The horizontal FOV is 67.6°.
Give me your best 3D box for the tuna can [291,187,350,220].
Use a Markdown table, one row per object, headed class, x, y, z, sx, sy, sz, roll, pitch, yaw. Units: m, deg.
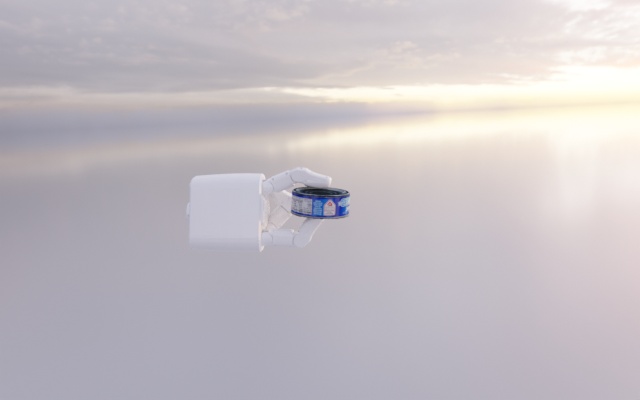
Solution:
| class | x | y | z | sx | sy | sz | roll | pitch | yaw |
| --- | --- | --- | --- | --- | --- | --- | --- | --- | --- |
| tuna can | 0.000 | 0.002 | 0.691 | 0.086 | 0.034 | 0.086 | 3 | 10 | 0 |
